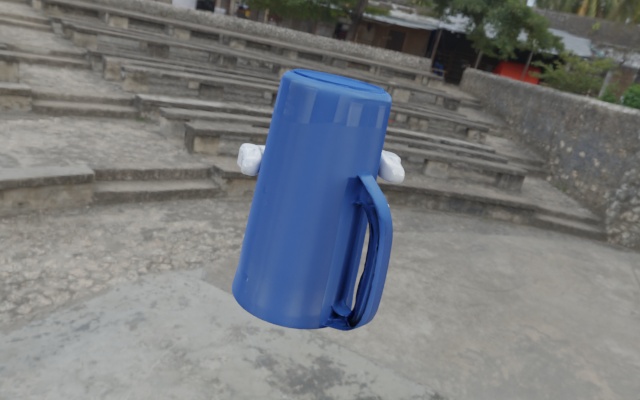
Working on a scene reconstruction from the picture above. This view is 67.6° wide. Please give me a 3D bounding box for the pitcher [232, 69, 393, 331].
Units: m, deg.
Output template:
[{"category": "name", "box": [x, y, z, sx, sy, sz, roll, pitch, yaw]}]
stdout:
[{"category": "pitcher", "box": [0.000, 0.002, 0.484, 0.149, 0.243, 0.145, 12, 19, -1]}]
